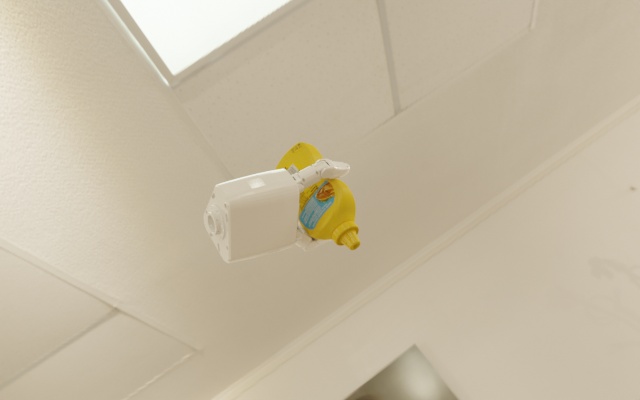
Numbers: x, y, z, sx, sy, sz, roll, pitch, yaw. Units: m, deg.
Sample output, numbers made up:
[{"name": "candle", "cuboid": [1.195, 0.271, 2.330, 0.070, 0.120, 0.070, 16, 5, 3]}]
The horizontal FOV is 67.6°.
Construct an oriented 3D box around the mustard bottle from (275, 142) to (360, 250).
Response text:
[{"name": "mustard bottle", "cuboid": [0.000, 0.002, 0.734, 0.058, 0.096, 0.191, 10, 34, -49]}]
